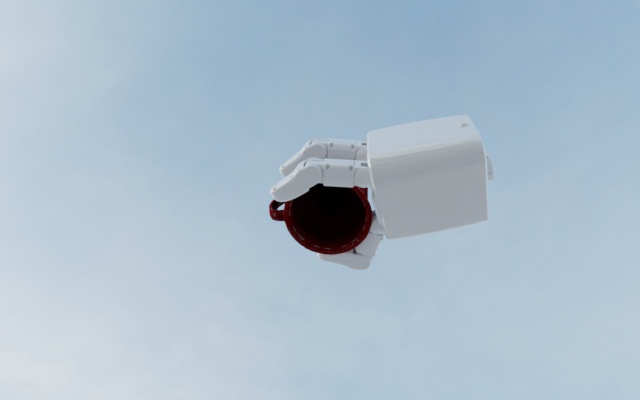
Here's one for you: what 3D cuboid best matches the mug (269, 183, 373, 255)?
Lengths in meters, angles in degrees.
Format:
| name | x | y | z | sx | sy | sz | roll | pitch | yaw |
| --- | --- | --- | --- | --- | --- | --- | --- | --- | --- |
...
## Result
| name | x | y | z | sx | sy | sz | roll | pitch | yaw |
| --- | --- | --- | --- | --- | --- | --- | --- | --- | --- |
| mug | -0.001 | 0.002 | 0.534 | 0.117 | 0.093 | 0.081 | -9 | 24 | 11 |
